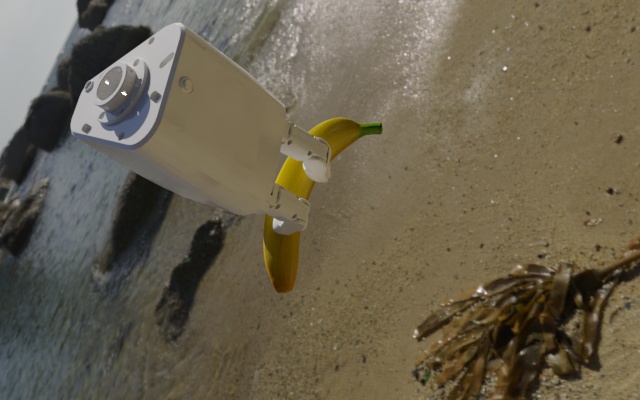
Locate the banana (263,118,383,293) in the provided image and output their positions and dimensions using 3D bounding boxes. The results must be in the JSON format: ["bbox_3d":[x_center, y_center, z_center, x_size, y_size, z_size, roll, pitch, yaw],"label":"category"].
[{"bbox_3d":[-0.014,-0.009,0.470,0.069,0.198,0.037,26,-10,21],"label":"banana"}]
